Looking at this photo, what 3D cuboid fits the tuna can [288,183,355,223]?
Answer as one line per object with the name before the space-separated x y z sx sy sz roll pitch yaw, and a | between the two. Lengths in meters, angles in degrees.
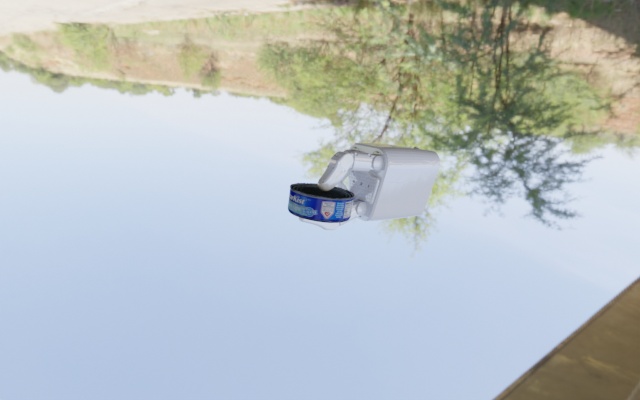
tuna can | 0.000 0.003 0.629 0.086 0.034 0.086 8 12 -2
